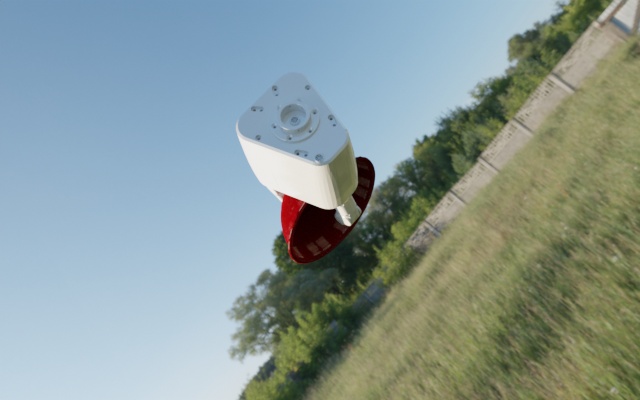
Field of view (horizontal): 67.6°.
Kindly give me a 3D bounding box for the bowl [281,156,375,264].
[{"bbox_3d":[0.000,0.003,0.627,0.055,0.162,0.162,36,19,28],"label":"bowl"}]
